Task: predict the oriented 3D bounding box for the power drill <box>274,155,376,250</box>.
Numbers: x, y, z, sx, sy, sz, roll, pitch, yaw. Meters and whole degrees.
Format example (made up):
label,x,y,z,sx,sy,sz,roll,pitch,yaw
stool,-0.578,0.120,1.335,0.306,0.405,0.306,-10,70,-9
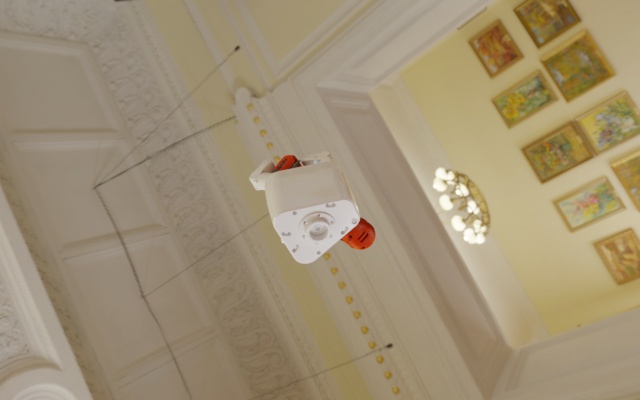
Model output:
label,x,y,z,sx,sy,sz,roll,pitch,yaw
power drill,0.000,0.002,0.796,0.188,0.057,0.184,39,-3,-11
